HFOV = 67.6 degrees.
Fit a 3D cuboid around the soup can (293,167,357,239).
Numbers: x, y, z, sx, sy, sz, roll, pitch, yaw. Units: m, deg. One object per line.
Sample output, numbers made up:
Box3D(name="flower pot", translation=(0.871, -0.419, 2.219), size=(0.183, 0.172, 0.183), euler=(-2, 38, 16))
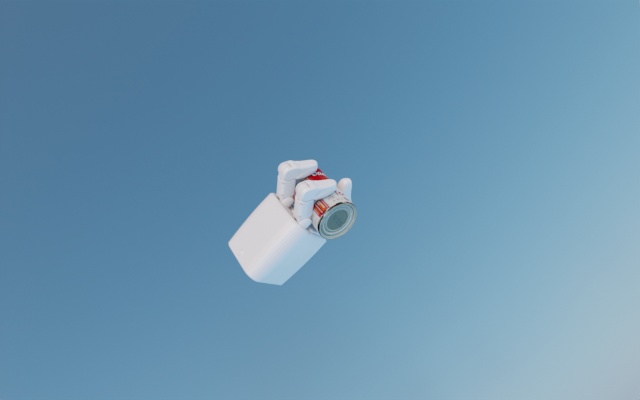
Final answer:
Box3D(name="soup can", translation=(0.001, 0.002, 0.719), size=(0.068, 0.068, 0.102), euler=(0, 34, -38))
